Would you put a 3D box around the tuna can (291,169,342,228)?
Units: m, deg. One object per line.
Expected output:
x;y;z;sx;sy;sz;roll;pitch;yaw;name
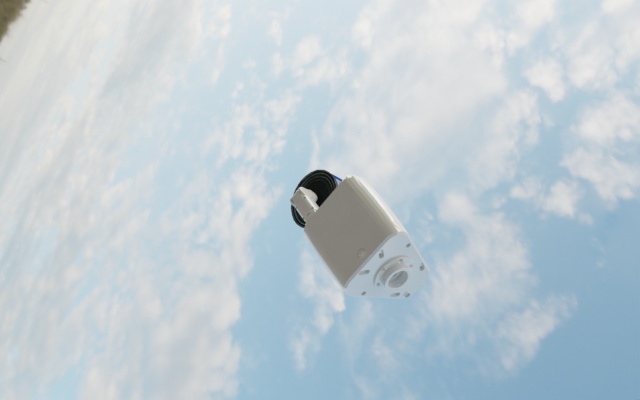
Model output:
0.000;0.002;0.666;0.086;0.086;0.034;0;-18;45;tuna can
